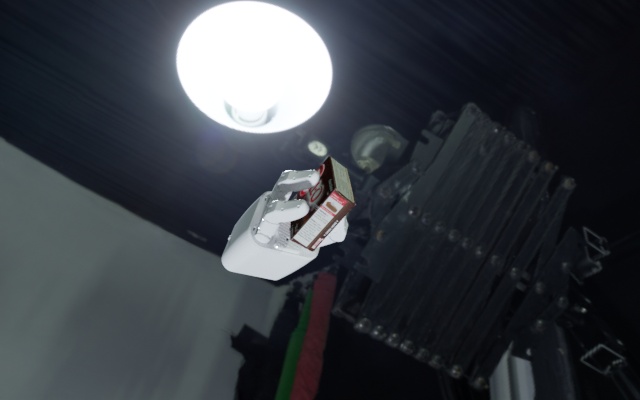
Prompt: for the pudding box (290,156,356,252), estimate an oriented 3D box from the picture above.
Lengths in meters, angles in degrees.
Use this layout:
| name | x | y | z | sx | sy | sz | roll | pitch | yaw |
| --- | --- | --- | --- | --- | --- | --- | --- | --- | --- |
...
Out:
| name | x | y | z | sx | sy | sz | roll | pitch | yaw |
| --- | --- | --- | --- | --- | --- | --- | --- | --- | --- |
| pudding box | 0.000 | 0.002 | 0.627 | 0.039 | 0.090 | 0.113 | 33 | 20 | -20 |
